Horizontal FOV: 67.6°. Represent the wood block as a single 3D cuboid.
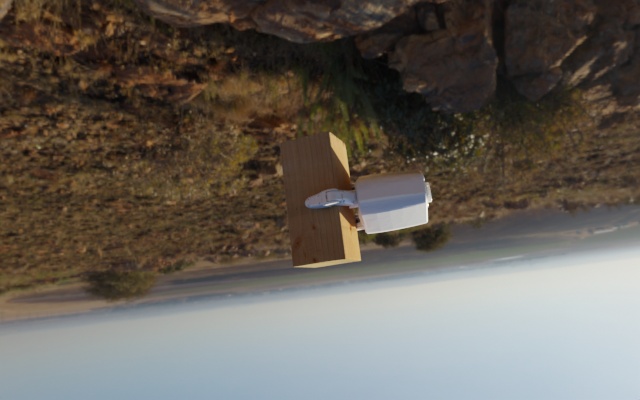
[{"bbox_3d":[0.000,0.003,0.795,0.090,0.206,0.091,-11,-12,20],"label":"wood block"}]
